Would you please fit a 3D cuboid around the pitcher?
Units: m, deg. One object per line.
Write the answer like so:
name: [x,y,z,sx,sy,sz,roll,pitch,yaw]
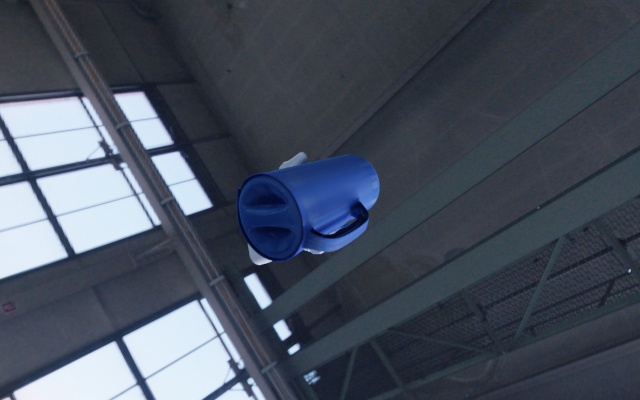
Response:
pitcher: [0.000,0.003,0.770,0.145,0.149,0.243,-27,-3,41]
